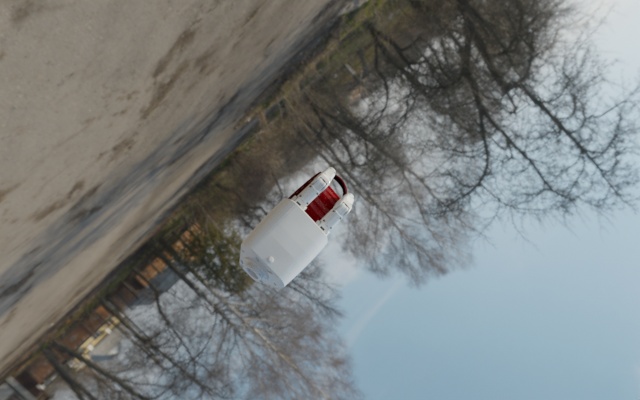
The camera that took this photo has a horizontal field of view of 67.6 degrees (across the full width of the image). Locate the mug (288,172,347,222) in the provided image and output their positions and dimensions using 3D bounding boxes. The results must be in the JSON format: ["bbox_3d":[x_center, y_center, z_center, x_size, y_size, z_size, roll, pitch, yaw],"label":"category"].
[{"bbox_3d":[0.001,0.002,0.832,0.117,0.081,0.093,-45,8,-25],"label":"mug"}]
